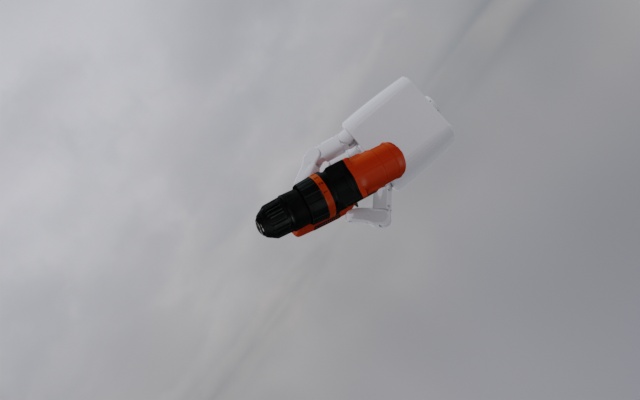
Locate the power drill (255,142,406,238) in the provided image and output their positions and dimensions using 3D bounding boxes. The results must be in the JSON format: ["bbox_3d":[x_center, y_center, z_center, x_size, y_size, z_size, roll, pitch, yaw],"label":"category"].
[{"bbox_3d":[0.000,0.002,0.594,0.184,0.057,0.188,-26,-3,-14],"label":"power drill"}]
